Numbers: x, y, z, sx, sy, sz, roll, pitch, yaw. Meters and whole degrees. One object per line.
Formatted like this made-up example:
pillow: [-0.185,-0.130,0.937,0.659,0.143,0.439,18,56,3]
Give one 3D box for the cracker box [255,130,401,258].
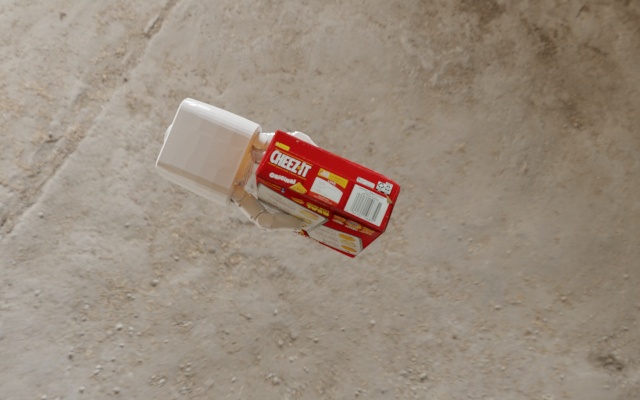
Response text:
cracker box: [0.000,0.002,0.647,0.164,0.072,0.214,24,-16,1]
